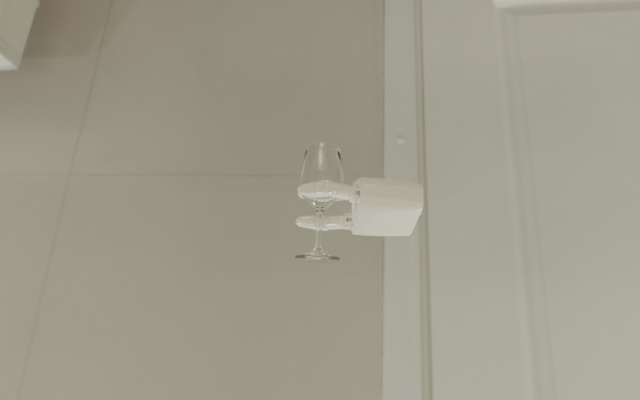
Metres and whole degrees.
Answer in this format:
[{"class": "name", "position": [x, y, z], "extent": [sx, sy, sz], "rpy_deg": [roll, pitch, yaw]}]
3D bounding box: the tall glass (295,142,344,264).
[{"class": "tall glass", "position": [0.000, 0.003, 0.818], "extent": [0.079, 0.201, 0.079], "rpy_deg": [2, -19, 1]}]
